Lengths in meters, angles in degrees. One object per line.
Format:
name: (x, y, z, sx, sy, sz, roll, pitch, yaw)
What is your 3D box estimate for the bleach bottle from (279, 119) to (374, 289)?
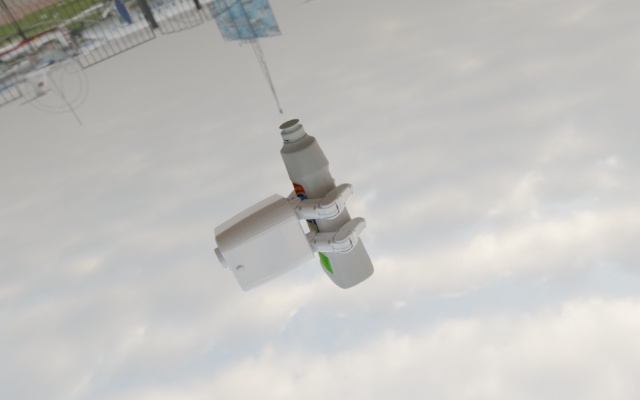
bleach bottle: (0.000, 0.002, 0.674, 0.068, 0.251, 0.102, -28, 27, -10)
